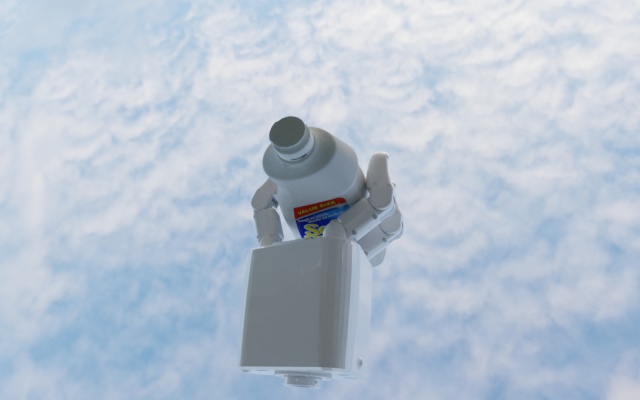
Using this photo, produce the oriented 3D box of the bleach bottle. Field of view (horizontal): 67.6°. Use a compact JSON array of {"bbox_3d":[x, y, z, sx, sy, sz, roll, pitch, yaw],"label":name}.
[{"bbox_3d":[0.000,0.001,0.466,0.102,0.068,0.251,-4,-26,15],"label":"bleach bottle"}]
